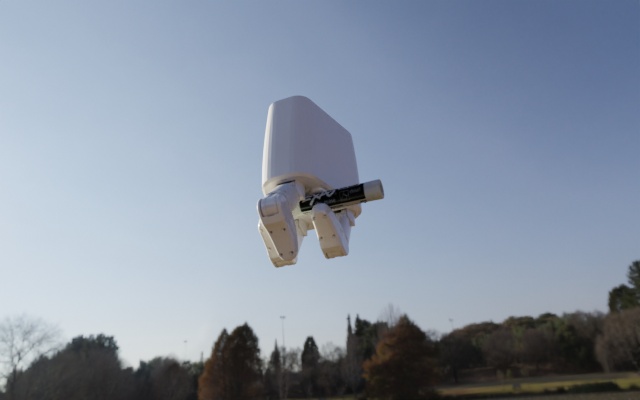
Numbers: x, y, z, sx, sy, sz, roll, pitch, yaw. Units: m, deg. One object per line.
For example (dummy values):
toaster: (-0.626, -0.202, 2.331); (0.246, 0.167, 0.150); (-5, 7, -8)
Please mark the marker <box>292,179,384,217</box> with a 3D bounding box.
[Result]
marker: (0.000, 0.002, 0.456); (0.121, 0.020, 0.020); (-12, -4, 17)
